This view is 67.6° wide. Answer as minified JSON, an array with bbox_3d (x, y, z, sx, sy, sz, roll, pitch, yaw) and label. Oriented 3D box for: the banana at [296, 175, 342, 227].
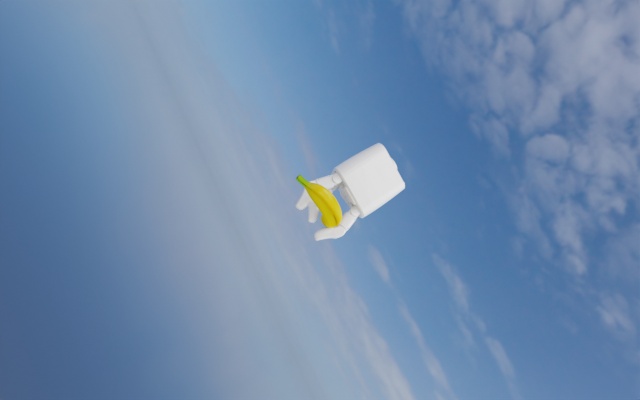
[{"bbox_3d":[0.011,0.013,0.886,0.069,0.037,0.198,46,-9,28],"label":"banana"}]
